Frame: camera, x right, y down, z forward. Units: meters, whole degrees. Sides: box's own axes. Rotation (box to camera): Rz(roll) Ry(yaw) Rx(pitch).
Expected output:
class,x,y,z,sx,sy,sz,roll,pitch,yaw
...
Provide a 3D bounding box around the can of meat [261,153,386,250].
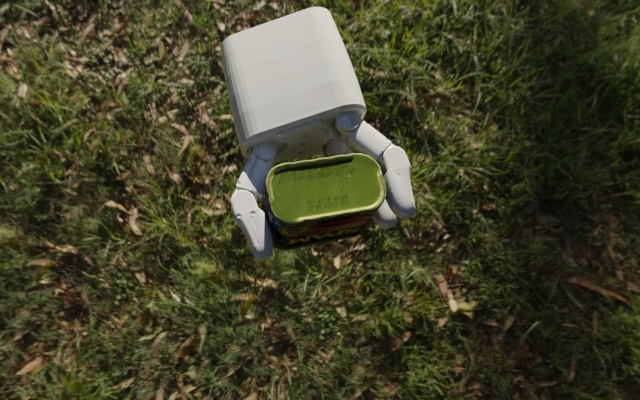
class,x,y,z,sx,sy,sz,roll,pitch,yaw
can of meat,0.000,0.001,0.418,0.102,0.057,0.084,-10,-16,-11
